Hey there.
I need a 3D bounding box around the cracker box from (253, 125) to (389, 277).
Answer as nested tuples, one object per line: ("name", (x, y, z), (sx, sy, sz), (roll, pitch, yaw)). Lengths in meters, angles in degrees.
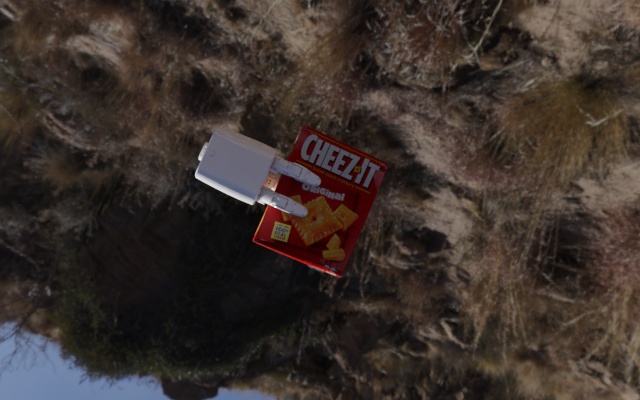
("cracker box", (0.000, 0.003, 0.821), (0.164, 0.213, 0.072), (24, -3, -7))
